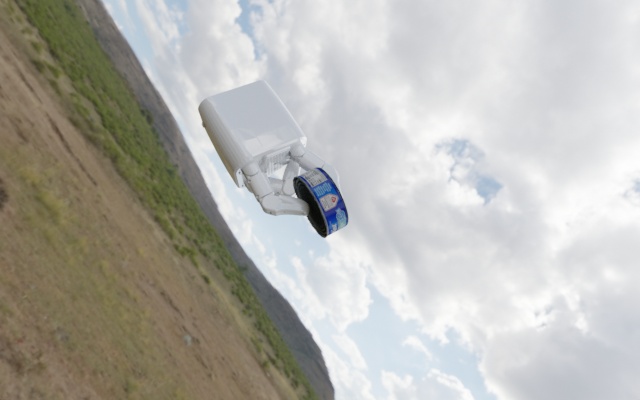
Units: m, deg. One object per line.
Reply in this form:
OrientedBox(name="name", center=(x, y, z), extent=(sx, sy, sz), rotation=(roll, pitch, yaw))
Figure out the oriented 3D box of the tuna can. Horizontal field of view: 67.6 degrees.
OrientedBox(name="tuna can", center=(0.001, 0.002, 0.602), extent=(0.034, 0.086, 0.086), rotation=(-27, 7, -15))
